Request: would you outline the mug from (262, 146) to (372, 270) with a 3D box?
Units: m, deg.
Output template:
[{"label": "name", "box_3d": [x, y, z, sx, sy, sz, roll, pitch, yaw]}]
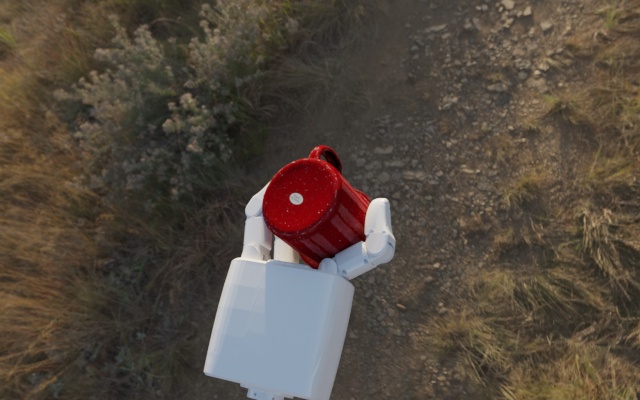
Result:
[{"label": "mug", "box_3d": [0.000, 0.000, 0.460, 0.093, 0.117, 0.081, -1, -25, 29]}]
